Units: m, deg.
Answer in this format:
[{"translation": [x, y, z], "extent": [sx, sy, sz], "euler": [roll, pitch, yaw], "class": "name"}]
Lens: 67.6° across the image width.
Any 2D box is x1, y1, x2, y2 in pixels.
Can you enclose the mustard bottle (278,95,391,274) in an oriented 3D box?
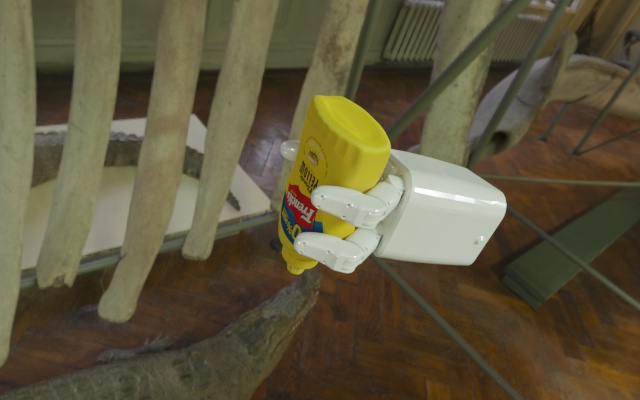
[{"translation": [0.000, 0.001, 0.470], "extent": [0.058, 0.192, 0.096], "euler": [-7, 44, -33], "class": "mustard bottle"}]
